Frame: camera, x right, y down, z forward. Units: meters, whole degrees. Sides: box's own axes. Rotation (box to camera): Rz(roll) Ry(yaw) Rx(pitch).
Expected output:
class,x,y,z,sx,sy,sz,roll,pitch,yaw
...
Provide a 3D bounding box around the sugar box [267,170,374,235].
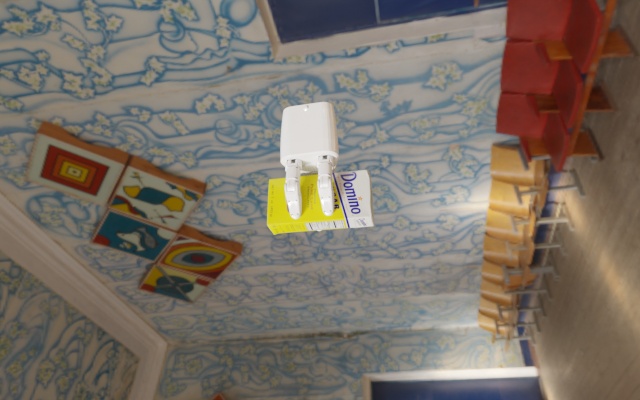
class,x,y,z,sx,sy,sz,roll,pitch,yaw
sugar box,0.000,0.002,0.814,0.176,0.093,0.048,-7,-28,10
